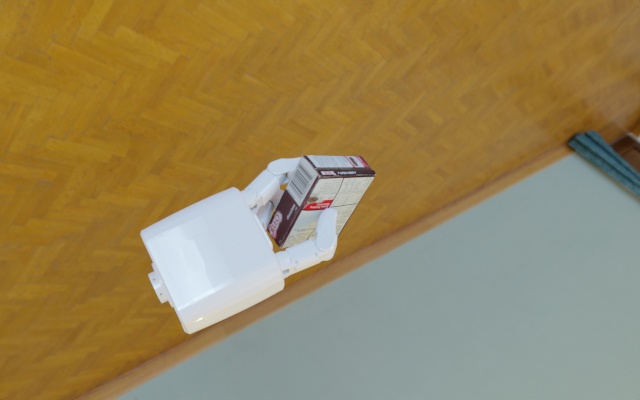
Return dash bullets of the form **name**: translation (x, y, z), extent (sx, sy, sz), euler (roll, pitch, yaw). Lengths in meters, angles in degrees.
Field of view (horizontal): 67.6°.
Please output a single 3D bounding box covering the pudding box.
- **pudding box**: translation (0.000, 0.002, 0.549), extent (0.090, 0.113, 0.039), euler (-5, 47, -41)
